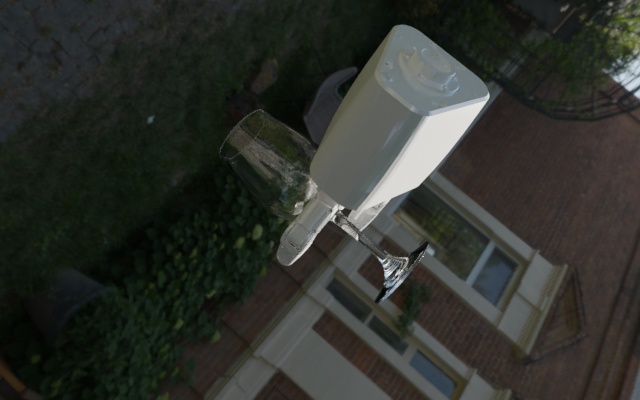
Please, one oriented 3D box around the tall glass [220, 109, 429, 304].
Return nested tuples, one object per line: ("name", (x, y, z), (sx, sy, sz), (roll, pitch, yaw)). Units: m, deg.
("tall glass", (0.000, 0.002, 0.446), (0.201, 0.079, 0.079), (41, 5, 6))
